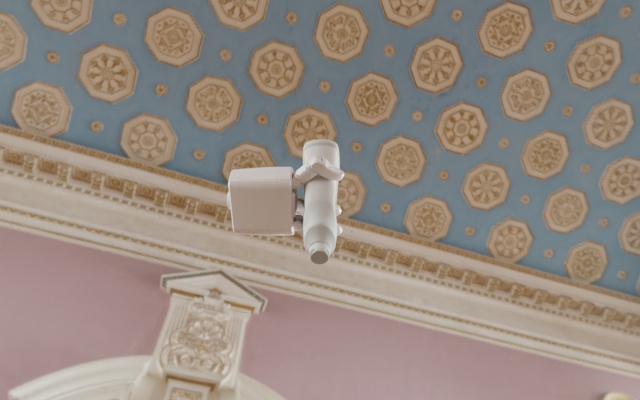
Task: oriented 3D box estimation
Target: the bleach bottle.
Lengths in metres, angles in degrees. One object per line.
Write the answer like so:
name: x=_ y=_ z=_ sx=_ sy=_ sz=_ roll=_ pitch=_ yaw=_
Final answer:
bleach bottle: x=0.000 y=0.003 z=0.809 sx=0.068 sy=0.103 sz=0.250 roll=-1 pitch=38 yaw=2
